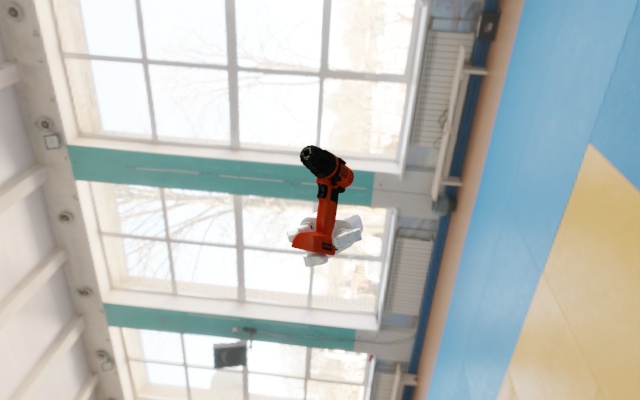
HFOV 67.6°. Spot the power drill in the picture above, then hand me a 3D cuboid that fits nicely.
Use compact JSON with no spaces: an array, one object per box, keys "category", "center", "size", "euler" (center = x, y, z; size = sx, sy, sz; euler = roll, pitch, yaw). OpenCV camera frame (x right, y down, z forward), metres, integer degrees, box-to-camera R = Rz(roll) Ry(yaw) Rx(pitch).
[{"category":"power drill","center":[0.000,0.003,0.882],"size":[0.057,0.187,0.184],"euler":[10,-7,28]}]
